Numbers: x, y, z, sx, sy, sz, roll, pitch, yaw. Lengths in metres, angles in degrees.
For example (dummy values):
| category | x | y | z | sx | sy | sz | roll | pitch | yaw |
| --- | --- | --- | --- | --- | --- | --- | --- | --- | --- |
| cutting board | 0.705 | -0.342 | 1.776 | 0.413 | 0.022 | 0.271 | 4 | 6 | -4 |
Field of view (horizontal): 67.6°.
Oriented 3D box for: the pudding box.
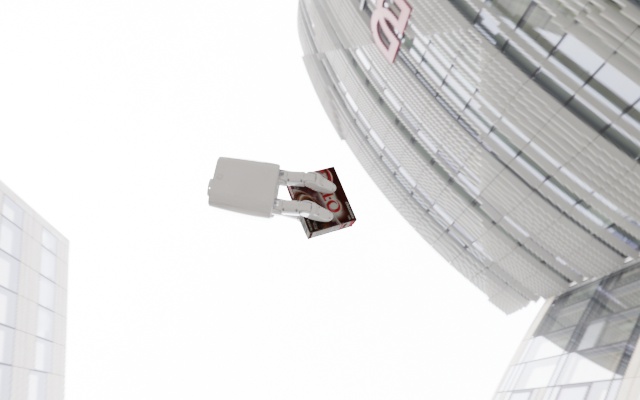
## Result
| category | x | y | z | sx | sy | sz | roll | pitch | yaw |
| --- | --- | --- | --- | --- | --- | --- | --- | --- | --- |
| pudding box | 0.000 | 0.003 | 0.837 | 0.090 | 0.113 | 0.039 | -16 | -19 | -18 |
